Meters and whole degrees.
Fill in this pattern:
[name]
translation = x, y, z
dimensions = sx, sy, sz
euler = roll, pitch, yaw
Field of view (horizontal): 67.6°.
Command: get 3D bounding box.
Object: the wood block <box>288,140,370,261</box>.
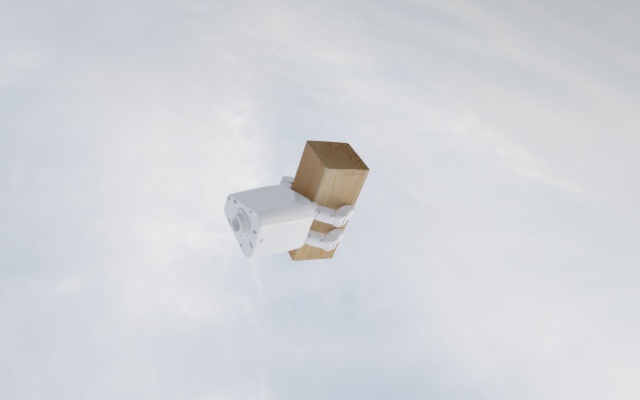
[wood block]
translation = 0.000, 0.003, 0.871
dimensions = 0.090, 0.206, 0.090
euler = -1, 38, -30
